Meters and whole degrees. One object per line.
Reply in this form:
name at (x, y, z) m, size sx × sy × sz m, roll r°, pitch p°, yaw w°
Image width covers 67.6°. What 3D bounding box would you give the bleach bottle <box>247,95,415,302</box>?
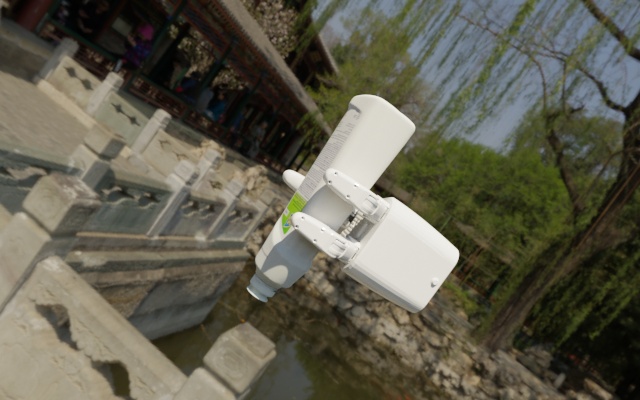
bleach bottle at (0.000, 0.002, 0.538) m, size 0.068 × 0.251 × 0.102 m, roll 35°, pitch 2°, yaw -15°
